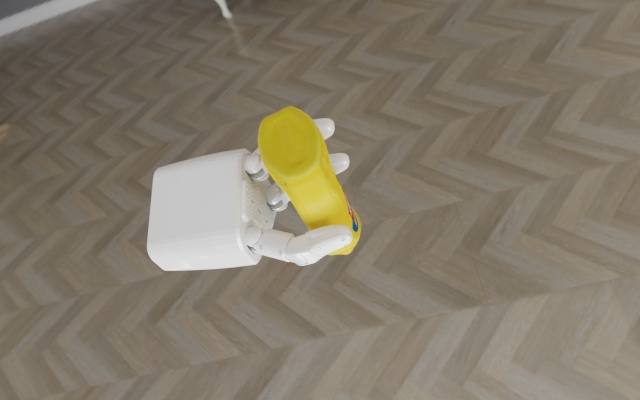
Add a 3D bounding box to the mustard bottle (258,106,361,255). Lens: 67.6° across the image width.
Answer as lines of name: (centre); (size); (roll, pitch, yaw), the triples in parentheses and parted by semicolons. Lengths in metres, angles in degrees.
mustard bottle: (0.000, 0.001, 0.490); (0.058, 0.096, 0.192); (-27, -41, 1)
